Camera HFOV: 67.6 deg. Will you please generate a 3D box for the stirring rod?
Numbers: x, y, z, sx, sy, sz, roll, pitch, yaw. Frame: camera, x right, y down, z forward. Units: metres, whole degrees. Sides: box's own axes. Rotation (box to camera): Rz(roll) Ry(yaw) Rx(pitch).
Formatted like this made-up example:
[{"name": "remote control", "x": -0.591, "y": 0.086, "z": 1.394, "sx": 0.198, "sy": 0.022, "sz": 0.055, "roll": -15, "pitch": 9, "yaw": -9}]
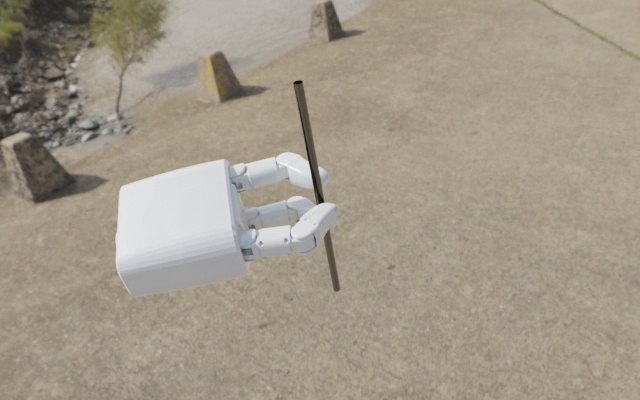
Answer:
[{"name": "stirring rod", "x": 0.000, "y": 0.002, "z": 0.450, "sx": 0.011, "sy": 0.240, "sz": 0.011, "roll": -7, "pitch": 37, "yaw": 5}]
